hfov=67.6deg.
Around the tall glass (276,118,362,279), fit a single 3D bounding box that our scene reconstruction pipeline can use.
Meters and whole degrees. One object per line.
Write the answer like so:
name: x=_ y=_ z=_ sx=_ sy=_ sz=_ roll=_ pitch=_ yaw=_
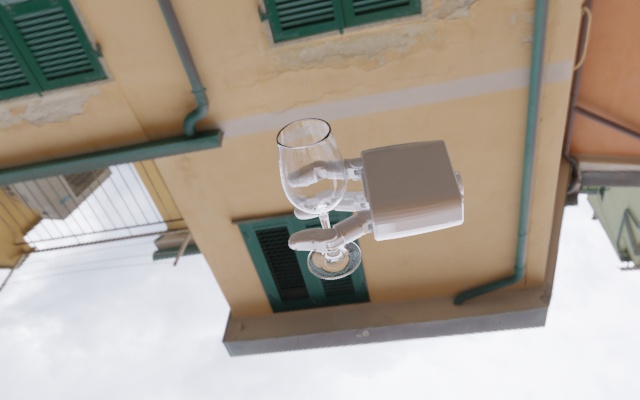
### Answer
tall glass: x=0.000 y=0.003 z=0.583 sx=0.079 sy=0.201 sz=0.079 roll=-9 pitch=38 yaw=7
